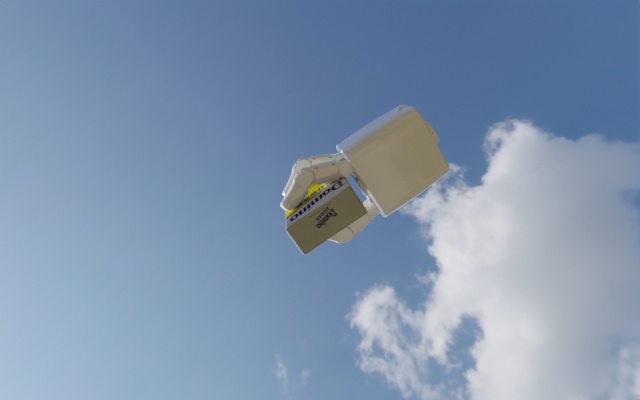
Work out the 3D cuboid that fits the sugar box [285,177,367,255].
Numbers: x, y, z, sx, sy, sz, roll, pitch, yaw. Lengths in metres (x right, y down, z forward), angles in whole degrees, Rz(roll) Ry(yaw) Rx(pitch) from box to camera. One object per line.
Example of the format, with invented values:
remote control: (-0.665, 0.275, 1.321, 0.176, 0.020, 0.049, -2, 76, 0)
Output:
sugar box: (0.000, 0.002, 0.633, 0.093, 0.048, 0.176, -34, 12, 4)
